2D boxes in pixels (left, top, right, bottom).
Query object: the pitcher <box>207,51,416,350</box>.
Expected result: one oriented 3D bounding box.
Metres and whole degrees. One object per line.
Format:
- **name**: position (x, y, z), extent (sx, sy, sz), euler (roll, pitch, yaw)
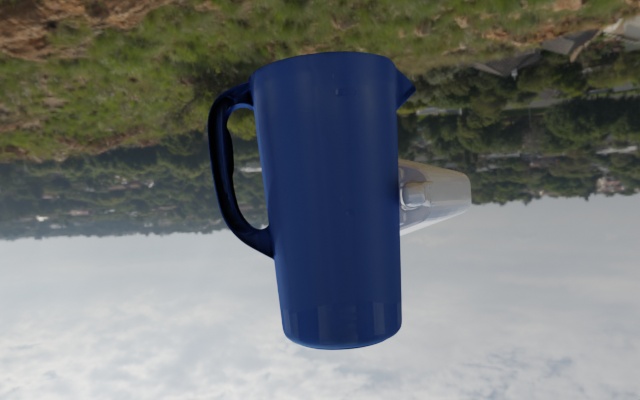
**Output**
- **pitcher**: position (0.000, 0.001, 0.431), extent (0.149, 0.243, 0.145), euler (-5, -1, 39)
